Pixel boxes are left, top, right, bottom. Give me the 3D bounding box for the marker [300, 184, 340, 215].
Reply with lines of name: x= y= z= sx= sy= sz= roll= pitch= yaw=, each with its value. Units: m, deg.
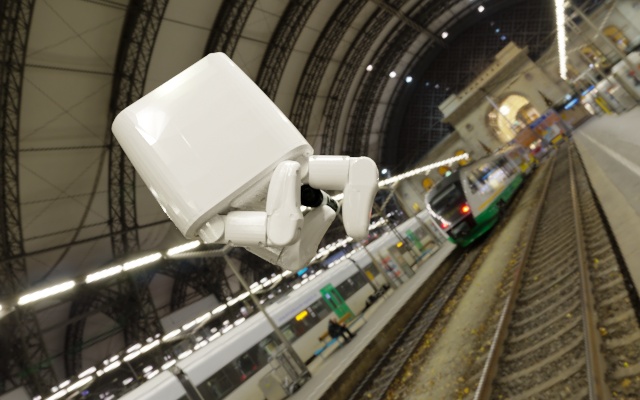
marker: x=0.000 y=0.001 z=0.415 sx=0.020 sy=0.020 sz=0.121 roll=0 pitch=-6 yaw=10
